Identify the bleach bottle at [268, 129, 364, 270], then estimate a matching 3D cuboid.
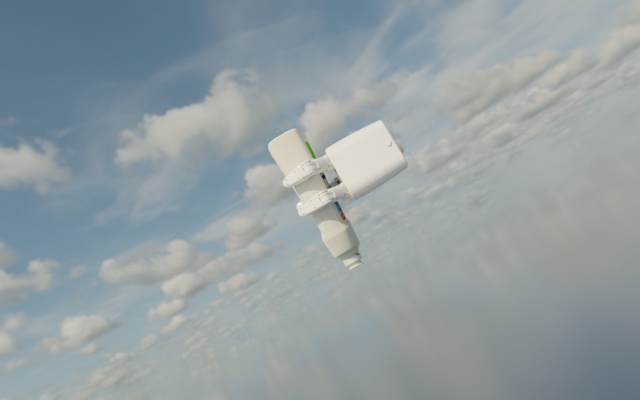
[{"bbox_3d":[0.000,0.003,0.820,0.068,0.251,0.102,-30,-9,5],"label":"bleach bottle"}]
